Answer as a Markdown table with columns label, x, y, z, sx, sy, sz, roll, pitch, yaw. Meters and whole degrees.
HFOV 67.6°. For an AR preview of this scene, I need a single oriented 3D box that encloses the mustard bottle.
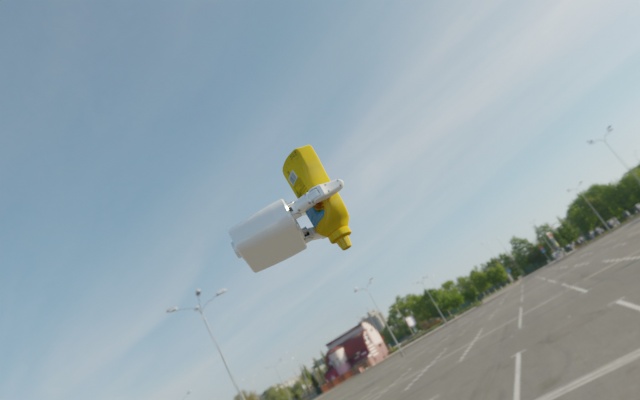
| label | x | y | z | sx | sy | sz | roll | pitch | yaw |
| --- | --- | --- | --- | --- | --- | --- | --- | --- | --- |
| mustard bottle | 0.000 | 0.002 | 0.843 | 0.058 | 0.191 | 0.096 | -20 | -21 | -28 |
